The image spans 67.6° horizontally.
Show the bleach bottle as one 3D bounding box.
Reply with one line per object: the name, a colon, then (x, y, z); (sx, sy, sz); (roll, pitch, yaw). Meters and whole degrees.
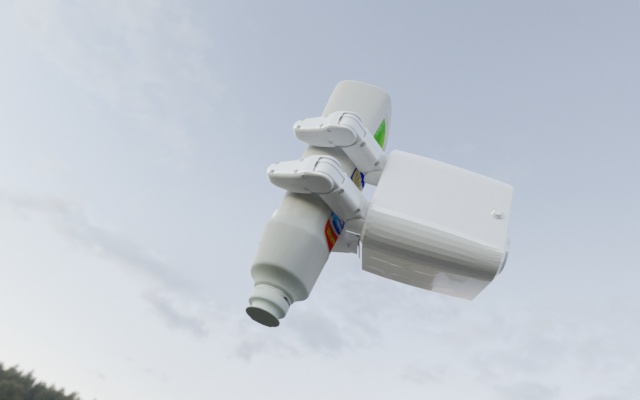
bleach bottle: (0.000, 0.001, 0.434); (0.068, 0.250, 0.103); (17, -38, 12)
